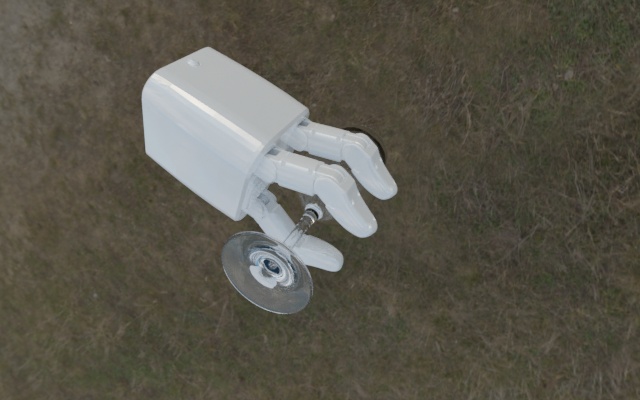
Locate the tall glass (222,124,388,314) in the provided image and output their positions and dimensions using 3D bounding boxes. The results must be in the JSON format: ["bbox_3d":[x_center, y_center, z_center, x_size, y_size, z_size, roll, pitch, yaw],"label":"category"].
[{"bbox_3d":[0.000,0.002,0.416,0.079,0.079,0.201,0,31,28],"label":"tall glass"}]
